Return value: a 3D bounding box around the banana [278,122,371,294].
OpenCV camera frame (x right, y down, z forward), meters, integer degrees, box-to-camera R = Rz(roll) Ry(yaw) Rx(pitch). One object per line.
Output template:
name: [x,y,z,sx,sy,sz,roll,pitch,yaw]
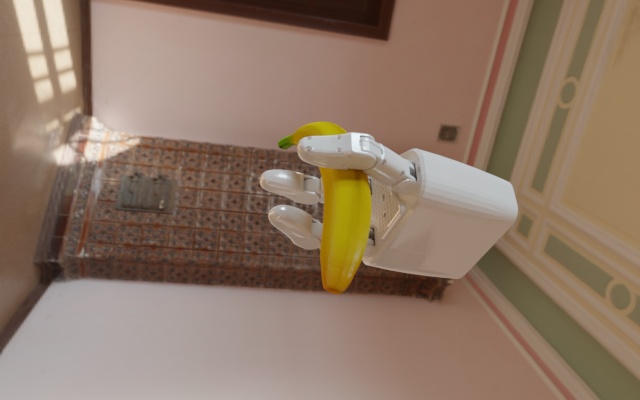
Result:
banana: [0.010,-0.014,0.401,0.037,0.070,0.197,23,29,-31]
